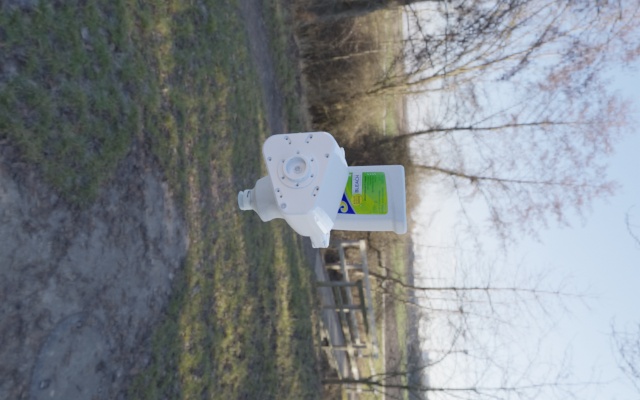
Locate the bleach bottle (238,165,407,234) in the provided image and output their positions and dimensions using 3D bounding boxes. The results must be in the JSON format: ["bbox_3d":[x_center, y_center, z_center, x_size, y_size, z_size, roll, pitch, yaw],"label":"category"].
[{"bbox_3d":[0.000,0.002,0.717,0.251,0.102,0.068,-3,-18,10],"label":"bleach bottle"}]
